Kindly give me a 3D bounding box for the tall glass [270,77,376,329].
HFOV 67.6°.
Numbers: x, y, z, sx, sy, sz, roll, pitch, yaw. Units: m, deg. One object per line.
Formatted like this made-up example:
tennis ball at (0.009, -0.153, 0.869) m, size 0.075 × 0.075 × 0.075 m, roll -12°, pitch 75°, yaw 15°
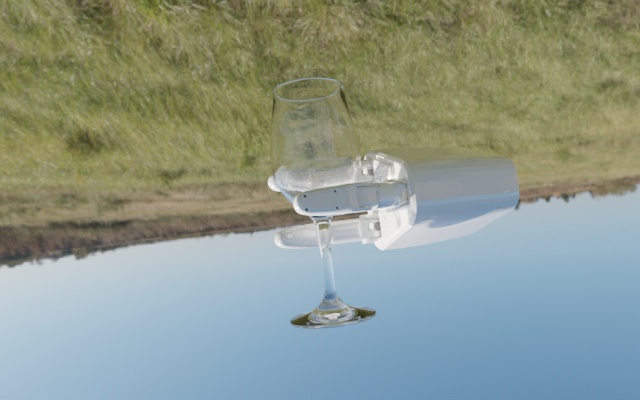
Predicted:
tall glass at (0.000, 0.002, 0.412) m, size 0.079 × 0.201 × 0.079 m, roll -7°, pitch -2°, yaw 0°
